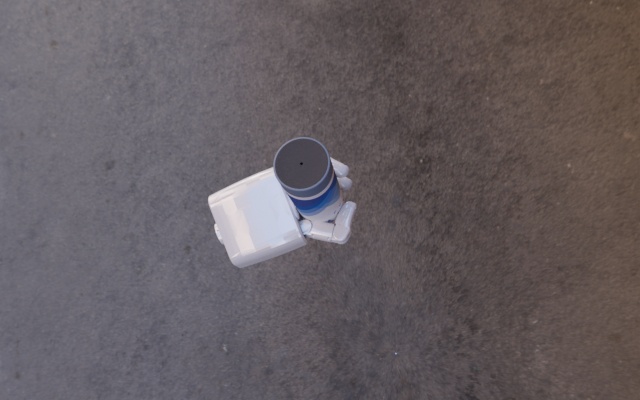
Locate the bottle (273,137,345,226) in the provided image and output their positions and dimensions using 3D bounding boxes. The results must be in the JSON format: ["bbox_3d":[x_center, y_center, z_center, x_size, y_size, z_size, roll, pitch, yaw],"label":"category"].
[{"bbox_3d":[0.000,0.002,0.681,0.069,0.069,0.296,0,-18,9],"label":"bottle"}]
